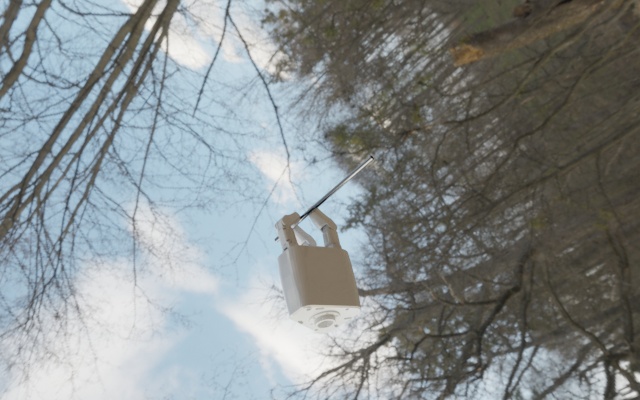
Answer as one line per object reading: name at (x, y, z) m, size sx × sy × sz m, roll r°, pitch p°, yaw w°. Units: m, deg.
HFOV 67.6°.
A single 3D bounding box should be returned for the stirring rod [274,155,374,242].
stirring rod at (0.000, 0.003, 0.790) m, size 0.240 × 0.011 × 0.011 m, roll -41°, pitch -23°, yaw 30°
